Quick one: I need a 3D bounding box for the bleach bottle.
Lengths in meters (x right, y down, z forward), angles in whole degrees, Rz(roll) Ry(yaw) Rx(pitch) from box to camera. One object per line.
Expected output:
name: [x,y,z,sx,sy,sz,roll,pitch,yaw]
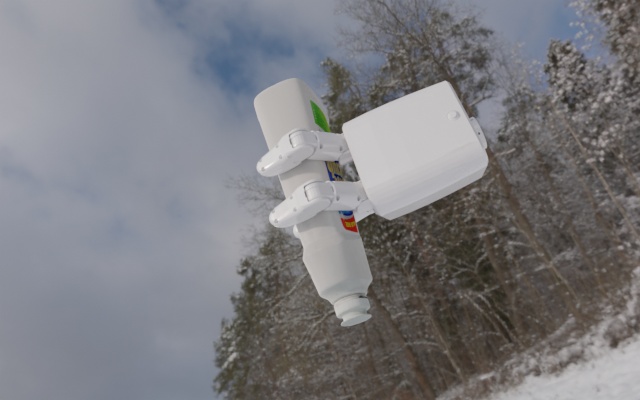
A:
bleach bottle: [0.000,0.002,0.480,0.068,0.250,0.103,-24,-27,11]
